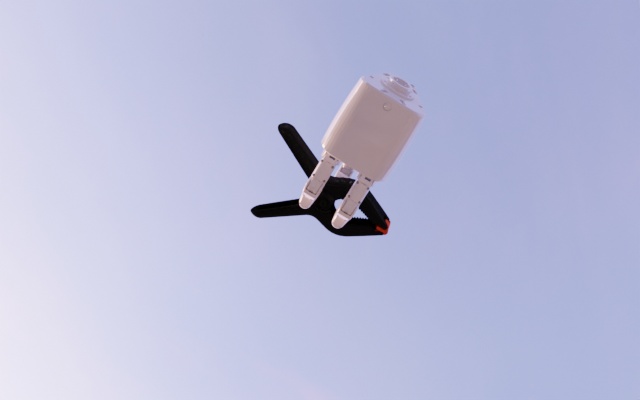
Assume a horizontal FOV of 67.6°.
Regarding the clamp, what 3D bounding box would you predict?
[{"bbox_3d":[0.001,0.002,0.703,0.210,0.165,0.036,31,34,0],"label":"clamp"}]
